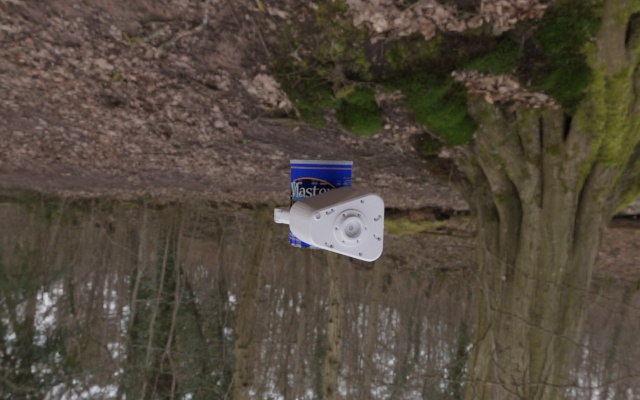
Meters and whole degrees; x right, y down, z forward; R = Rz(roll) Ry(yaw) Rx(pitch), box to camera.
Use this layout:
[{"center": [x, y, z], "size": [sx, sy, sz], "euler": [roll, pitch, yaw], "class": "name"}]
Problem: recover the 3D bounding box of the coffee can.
[{"center": [0.000, 0.002, 0.790], "size": [0.103, 0.140, 0.103], "euler": [1, 4, 0], "class": "coffee can"}]
